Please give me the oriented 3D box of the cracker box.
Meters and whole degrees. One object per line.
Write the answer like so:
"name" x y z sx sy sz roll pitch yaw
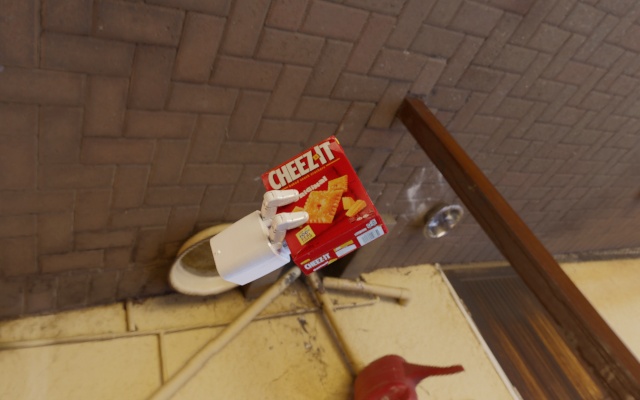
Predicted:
"cracker box" 0.000 0.003 0.865 0.164 0.213 0.072 -28 -38 4
